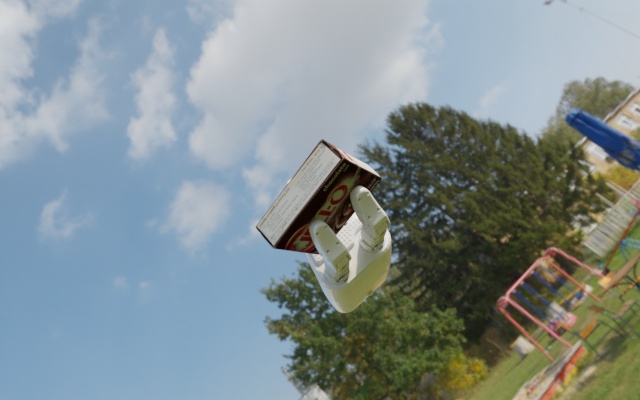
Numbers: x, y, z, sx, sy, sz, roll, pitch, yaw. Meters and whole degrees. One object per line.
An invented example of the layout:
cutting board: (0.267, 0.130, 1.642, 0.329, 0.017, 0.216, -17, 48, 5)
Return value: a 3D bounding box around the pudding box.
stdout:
pudding box: (0.000, 0.001, 0.486, 0.039, 0.113, 0.090, 42, 12, 28)
